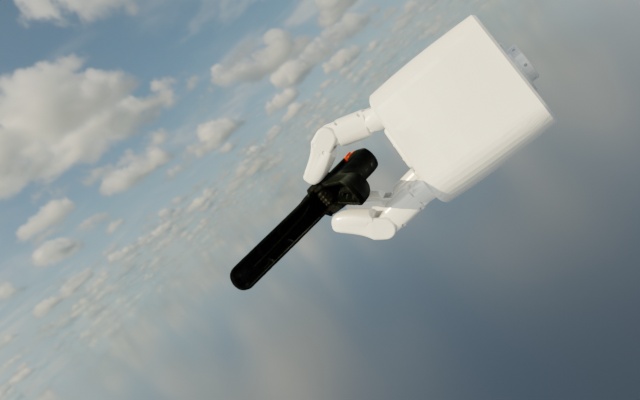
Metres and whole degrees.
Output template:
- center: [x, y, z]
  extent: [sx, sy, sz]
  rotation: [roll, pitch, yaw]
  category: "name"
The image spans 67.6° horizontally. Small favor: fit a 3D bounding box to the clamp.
- center: [0.000, 0.001, 0.471]
  extent: [0.164, 0.036, 0.210]
  rotation: [-39, 6, 25]
  category: "clamp"
